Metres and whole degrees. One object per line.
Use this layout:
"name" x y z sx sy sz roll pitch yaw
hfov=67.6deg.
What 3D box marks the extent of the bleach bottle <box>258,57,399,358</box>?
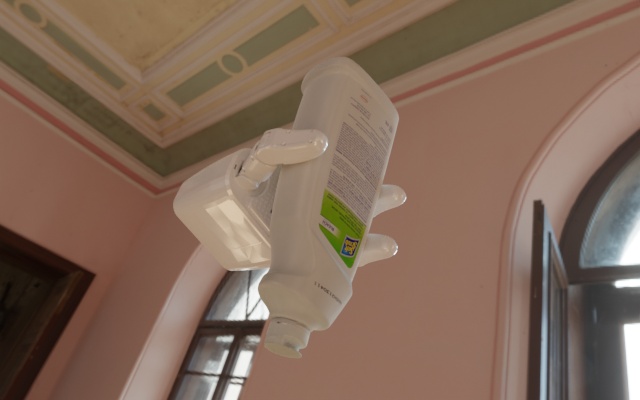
"bleach bottle" 0.000 0.001 0.402 0.068 0.250 0.103 -17 -45 43
